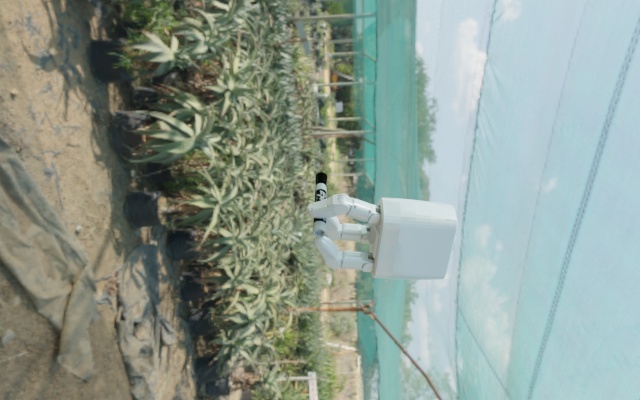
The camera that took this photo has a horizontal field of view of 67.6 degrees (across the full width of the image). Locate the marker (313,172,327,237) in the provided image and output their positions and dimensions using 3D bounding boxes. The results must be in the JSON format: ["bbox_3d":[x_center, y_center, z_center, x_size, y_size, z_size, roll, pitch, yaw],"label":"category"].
[{"bbox_3d":[0.000,0.002,0.692,0.020,0.020,0.121,1,45,1],"label":"marker"}]
